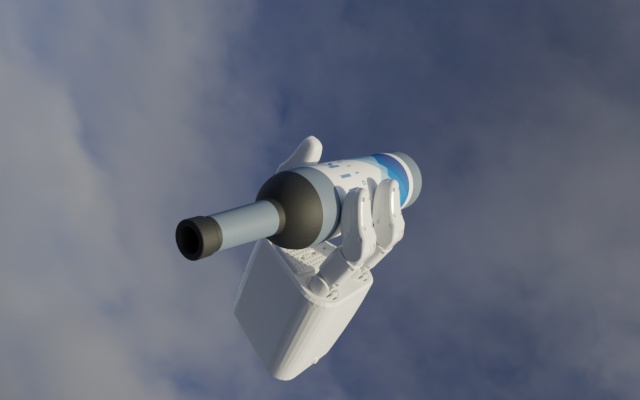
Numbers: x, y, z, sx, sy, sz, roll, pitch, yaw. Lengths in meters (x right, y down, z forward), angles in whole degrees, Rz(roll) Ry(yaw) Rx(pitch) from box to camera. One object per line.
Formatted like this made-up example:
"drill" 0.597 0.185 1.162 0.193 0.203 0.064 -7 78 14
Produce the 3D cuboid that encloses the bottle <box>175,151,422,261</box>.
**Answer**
"bottle" 0.000 0.001 0.420 0.069 0.069 0.295 0 9 35
